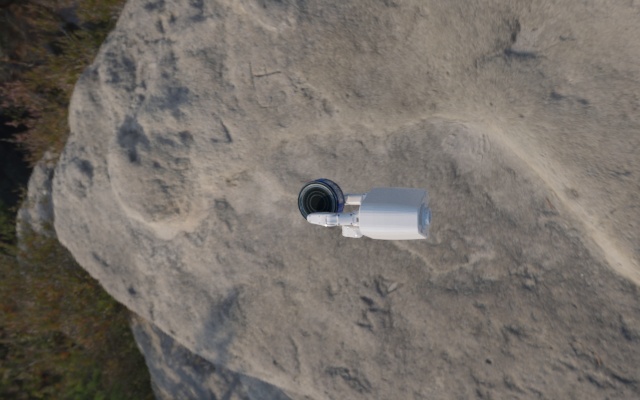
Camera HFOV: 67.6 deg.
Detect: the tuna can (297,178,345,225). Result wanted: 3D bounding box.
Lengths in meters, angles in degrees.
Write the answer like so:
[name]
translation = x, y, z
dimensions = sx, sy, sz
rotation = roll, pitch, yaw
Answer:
[tuna can]
translation = 0.000, 0.003, 0.897
dimensions = 0.086, 0.086, 0.033
rotation = 0, 10, 26
